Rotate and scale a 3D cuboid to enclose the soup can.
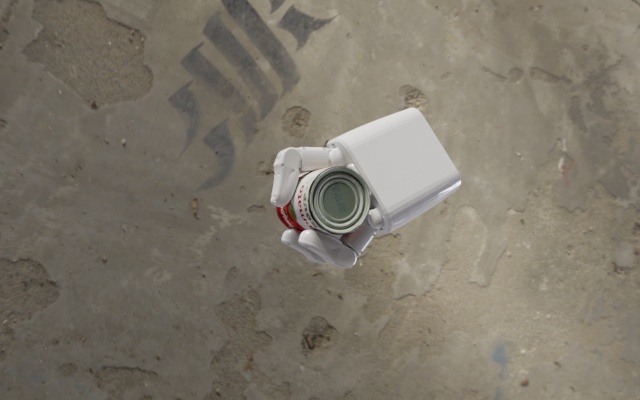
[{"bbox_3d":[0.000,0.002,0.499,0.068,0.068,0.102,0,-2,-23],"label":"soup can"}]
